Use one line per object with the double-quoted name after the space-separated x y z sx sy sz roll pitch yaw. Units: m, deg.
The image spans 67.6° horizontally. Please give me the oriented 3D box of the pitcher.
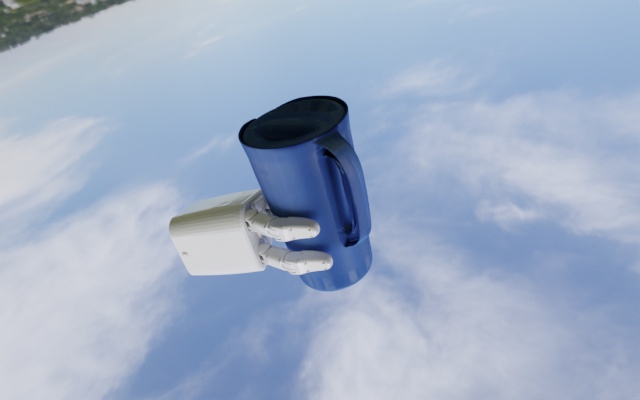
0.000 0.002 0.610 0.145 0.243 0.149 -8 33 14 "pitcher"
